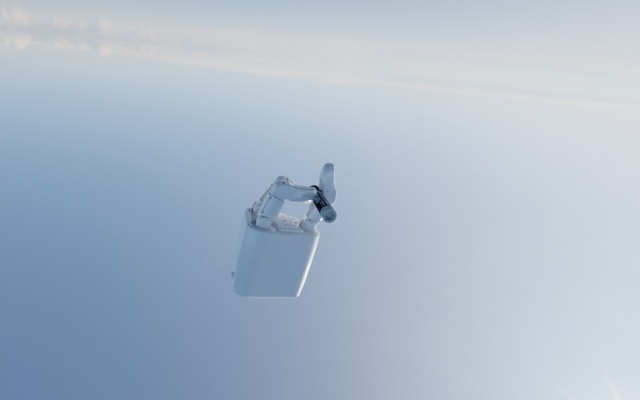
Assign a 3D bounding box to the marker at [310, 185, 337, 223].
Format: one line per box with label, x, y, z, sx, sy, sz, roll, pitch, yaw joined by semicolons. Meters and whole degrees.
marker;0.000;0.002;0.653;0.020;0.020;0.121;0;17;-12
